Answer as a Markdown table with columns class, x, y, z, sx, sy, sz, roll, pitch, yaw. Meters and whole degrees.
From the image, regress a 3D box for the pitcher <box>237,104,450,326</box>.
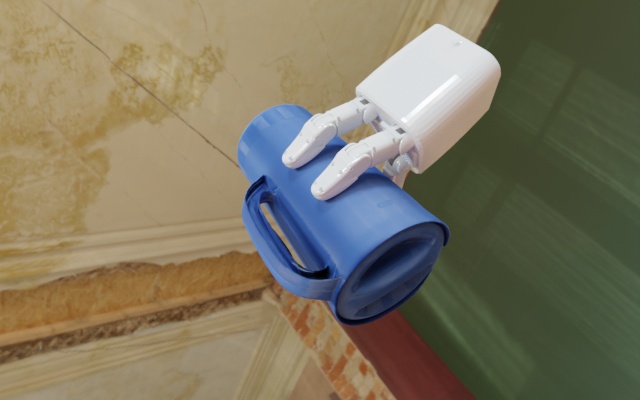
| class | x | y | z | sx | sy | sz | roll | pitch | yaw |
| --- | --- | --- | --- | --- | --- | --- | --- | --- | --- |
| pitcher | 0.000 | 0.002 | 0.501 | 0.242 | 0.145 | 0.149 | 48 | 0 | 36 |
